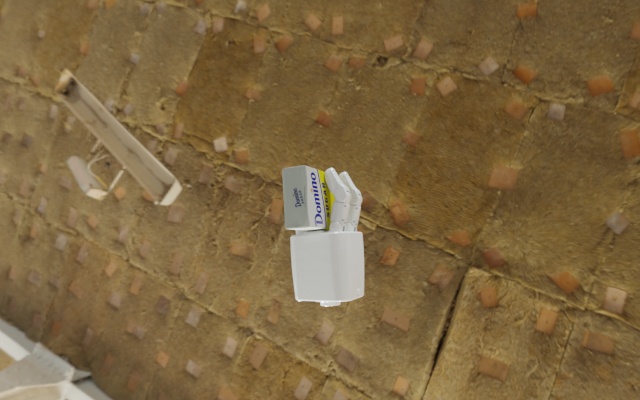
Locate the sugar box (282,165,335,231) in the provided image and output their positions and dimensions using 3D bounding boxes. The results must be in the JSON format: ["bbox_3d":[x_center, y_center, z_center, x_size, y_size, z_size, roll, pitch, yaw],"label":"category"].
[{"bbox_3d":[0.001,0.003,0.770,0.048,0.093,0.176,-6,-7,22],"label":"sugar box"}]
